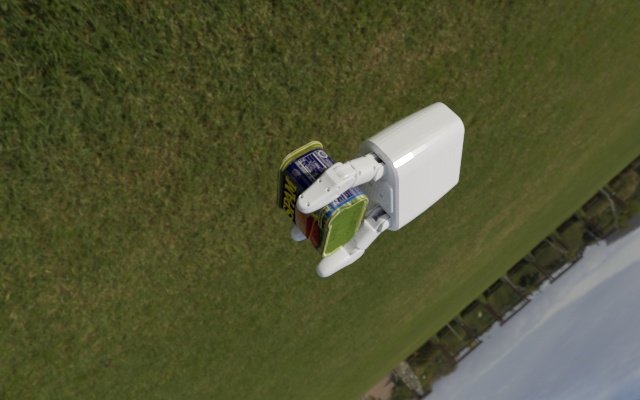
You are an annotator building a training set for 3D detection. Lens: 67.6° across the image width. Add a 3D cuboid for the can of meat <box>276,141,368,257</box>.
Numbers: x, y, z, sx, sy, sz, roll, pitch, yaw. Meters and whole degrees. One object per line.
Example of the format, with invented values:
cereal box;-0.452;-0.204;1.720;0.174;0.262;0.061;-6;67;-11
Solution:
can of meat;0.000;0.002;0.515;0.057;0.084;0.102;-31;-24;-24
